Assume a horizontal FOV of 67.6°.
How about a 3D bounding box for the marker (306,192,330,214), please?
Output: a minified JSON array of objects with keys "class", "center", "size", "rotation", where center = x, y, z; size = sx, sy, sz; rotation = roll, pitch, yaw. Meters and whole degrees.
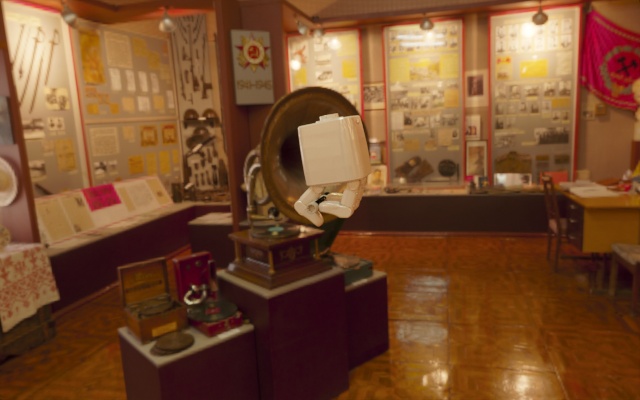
[{"class":"marker","center":[0.000,0.003,0.866],"size":[0.020,0.020,0.121],"rotation":[0,11,16]}]
